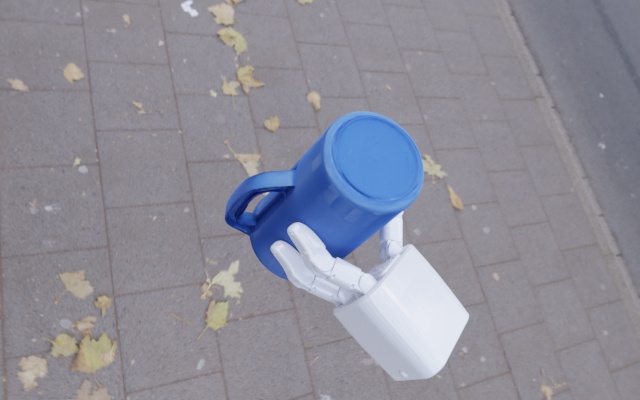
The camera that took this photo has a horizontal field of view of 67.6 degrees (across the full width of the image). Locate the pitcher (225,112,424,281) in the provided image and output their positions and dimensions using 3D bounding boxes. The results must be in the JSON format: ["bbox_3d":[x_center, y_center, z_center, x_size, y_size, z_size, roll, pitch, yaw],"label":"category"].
[{"bbox_3d":[0.000,0.002,0.544,0.149,0.145,0.243,-36,-5,-31],"label":"pitcher"}]
